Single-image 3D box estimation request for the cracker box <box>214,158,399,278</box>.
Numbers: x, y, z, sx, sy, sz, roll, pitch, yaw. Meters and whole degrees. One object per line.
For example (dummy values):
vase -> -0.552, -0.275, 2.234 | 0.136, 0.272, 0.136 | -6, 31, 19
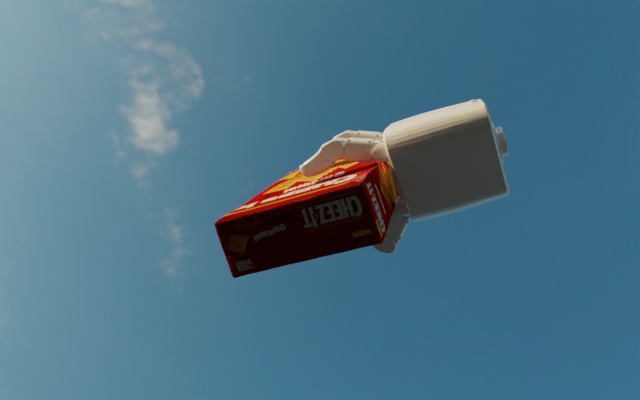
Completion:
cracker box -> 0.000, 0.002, 0.557 | 0.164, 0.072, 0.213 | -16, 10, 19
